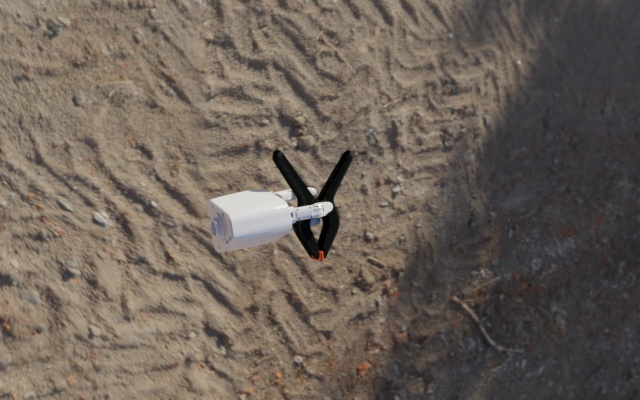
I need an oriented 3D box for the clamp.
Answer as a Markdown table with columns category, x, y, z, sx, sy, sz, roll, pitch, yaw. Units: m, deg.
| category | x | y | z | sx | sy | sz | roll | pitch | yaw |
| --- | --- | --- | --- | --- | --- | --- | --- | --- | --- |
| clamp | 0.000 | 0.003 | 0.874 | 0.164 | 0.210 | 0.036 | -11 | 7 | -30 |
